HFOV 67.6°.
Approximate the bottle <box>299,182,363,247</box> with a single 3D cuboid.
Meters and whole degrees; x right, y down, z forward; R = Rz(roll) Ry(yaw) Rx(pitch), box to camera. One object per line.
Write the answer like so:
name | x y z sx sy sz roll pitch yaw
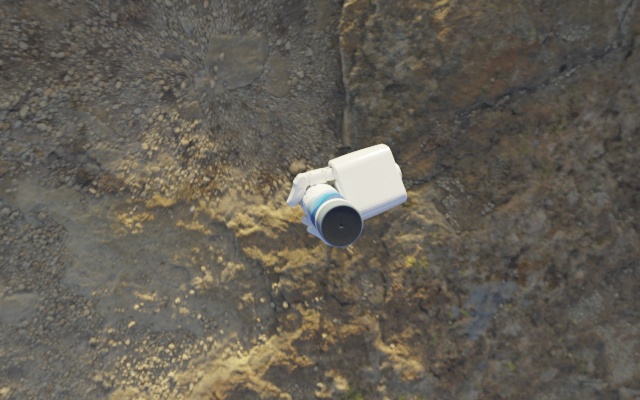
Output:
bottle | 0.000 0.003 0.837 0.069 0.069 0.295 0 14 -13
